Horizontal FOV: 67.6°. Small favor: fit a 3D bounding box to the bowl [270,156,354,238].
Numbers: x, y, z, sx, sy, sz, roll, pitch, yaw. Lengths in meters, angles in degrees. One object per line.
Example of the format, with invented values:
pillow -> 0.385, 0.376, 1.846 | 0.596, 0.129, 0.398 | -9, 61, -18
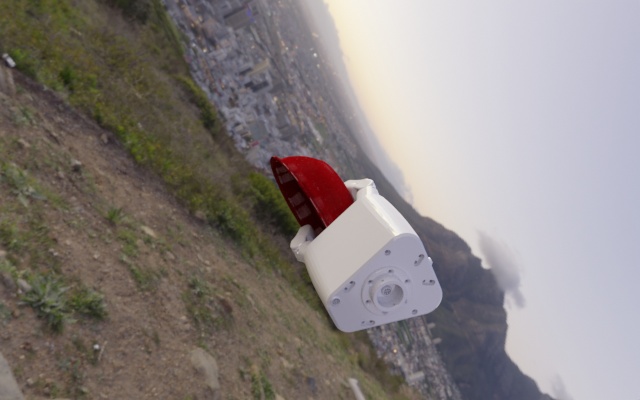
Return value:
bowl -> 0.000, 0.001, 0.609 | 0.055, 0.162, 0.162 | -32, 8, -13
